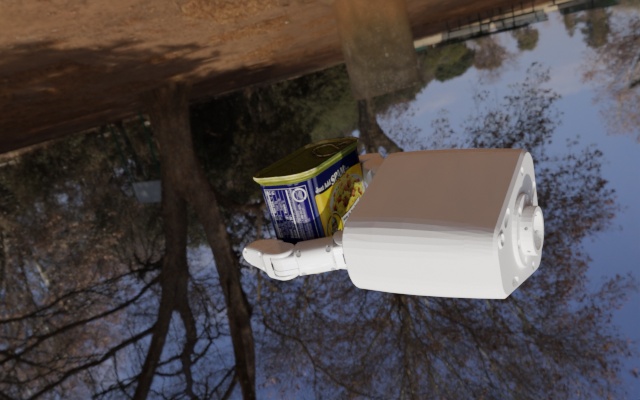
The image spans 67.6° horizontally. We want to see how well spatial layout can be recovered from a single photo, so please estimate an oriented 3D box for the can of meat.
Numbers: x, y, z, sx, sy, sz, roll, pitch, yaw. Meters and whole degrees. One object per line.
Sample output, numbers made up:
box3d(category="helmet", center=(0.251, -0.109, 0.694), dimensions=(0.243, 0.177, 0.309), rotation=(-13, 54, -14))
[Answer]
box3d(category="can of meat", center=(0.000, 0.002, 0.403), dimensions=(0.057, 0.084, 0.102), rotation=(-2, 22, 34))
